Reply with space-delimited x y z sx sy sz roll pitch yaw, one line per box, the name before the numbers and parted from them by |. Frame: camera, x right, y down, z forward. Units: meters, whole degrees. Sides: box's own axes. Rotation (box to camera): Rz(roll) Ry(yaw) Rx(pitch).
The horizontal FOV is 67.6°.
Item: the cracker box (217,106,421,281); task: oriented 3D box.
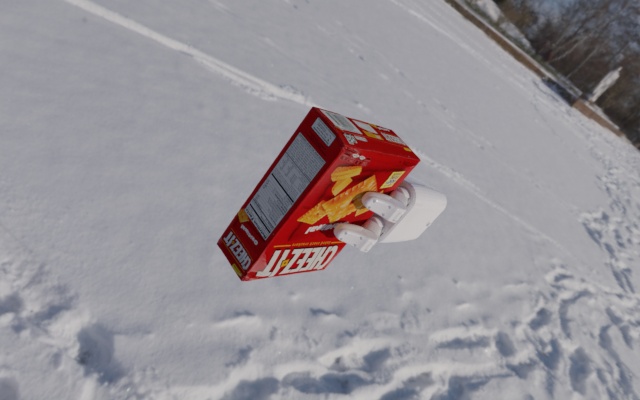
cracker box | 0.000 0.002 0.584 0.164 0.214 0.072 3 42 -52
